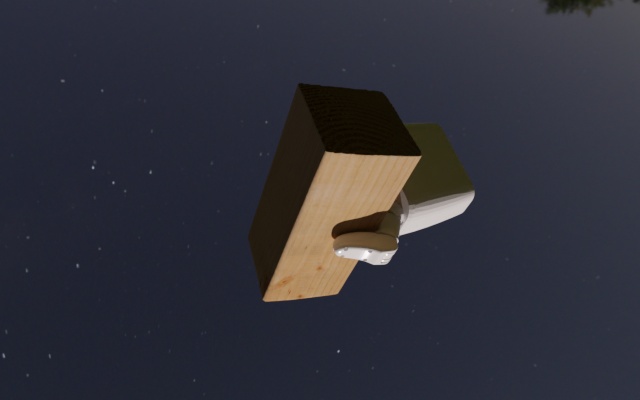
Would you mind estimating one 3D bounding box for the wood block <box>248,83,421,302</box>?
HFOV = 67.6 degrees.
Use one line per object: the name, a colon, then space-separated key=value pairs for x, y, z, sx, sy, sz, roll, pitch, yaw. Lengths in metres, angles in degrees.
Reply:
wood block: x=0.000 y=0.002 z=0.464 sx=0.090 sy=0.090 sz=0.206 roll=0 pitch=-43 yaw=-25
